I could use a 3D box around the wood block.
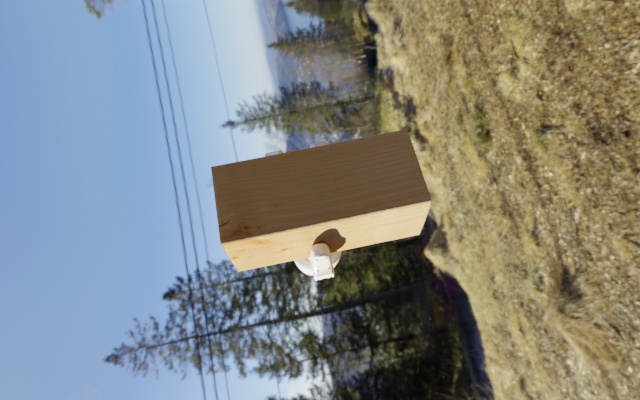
[{"bbox_3d":[0.000,0.002,0.510,0.206,0.090,0.090,-12,-26,-3],"label":"wood block"}]
